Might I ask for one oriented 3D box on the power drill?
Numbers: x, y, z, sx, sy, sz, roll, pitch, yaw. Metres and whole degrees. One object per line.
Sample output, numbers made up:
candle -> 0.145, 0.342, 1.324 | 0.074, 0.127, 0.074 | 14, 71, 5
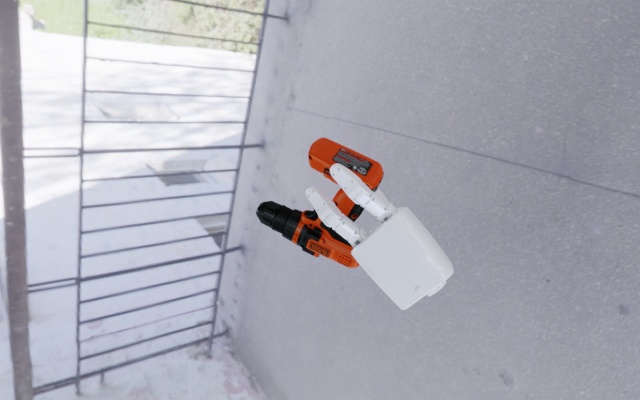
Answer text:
power drill -> 0.000, 0.002, 0.702 | 0.184, 0.188, 0.057 | 24, 43, 6
